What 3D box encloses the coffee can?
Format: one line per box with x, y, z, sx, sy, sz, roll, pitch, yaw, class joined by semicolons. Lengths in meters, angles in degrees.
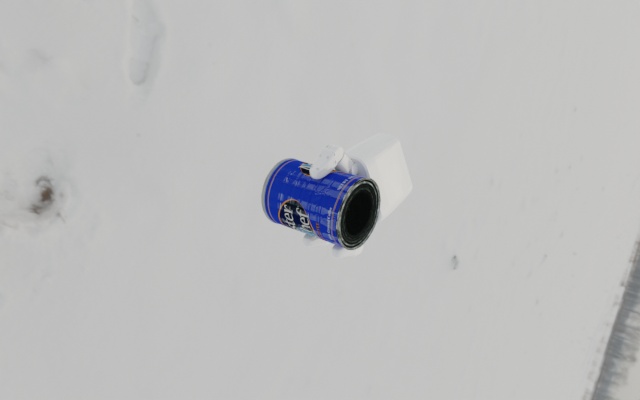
0.000;0.002;0.687;0.140;0.103;0.103;17;10;35;coffee can
